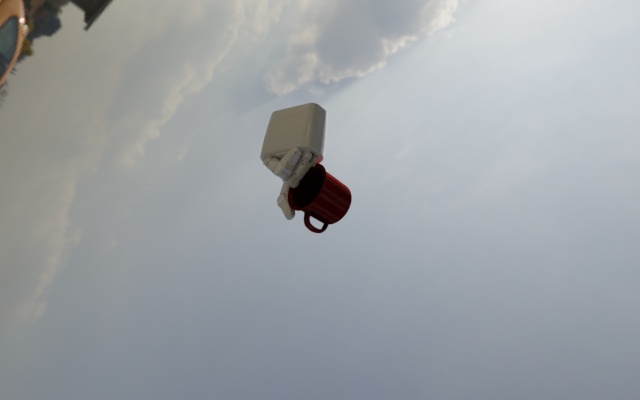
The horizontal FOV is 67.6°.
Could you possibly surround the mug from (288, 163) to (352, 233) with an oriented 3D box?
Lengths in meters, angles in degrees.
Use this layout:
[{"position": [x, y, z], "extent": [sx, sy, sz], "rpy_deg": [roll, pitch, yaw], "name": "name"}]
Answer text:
[{"position": [0.000, 0.004, 0.850], "extent": [0.093, 0.117, 0.081], "rpy_deg": [-16, -36, 40], "name": "mug"}]
